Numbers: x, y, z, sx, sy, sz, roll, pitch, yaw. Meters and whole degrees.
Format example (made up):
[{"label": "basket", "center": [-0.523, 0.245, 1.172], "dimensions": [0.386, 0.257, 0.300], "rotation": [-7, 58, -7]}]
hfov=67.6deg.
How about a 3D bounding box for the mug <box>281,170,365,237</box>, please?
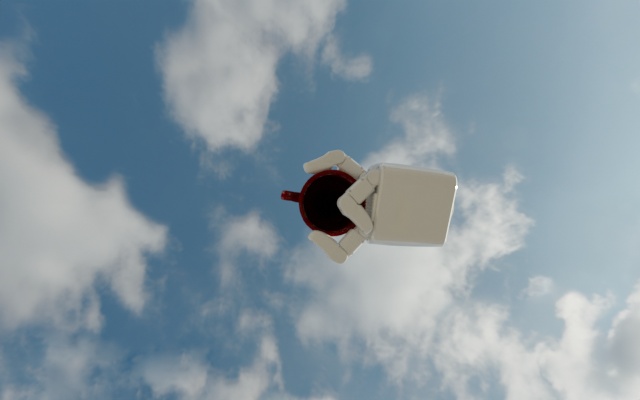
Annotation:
[{"label": "mug", "center": [-0.001, 0.002, 0.698], "dimensions": [0.117, 0.093, 0.081], "rotation": [7, -1, -6]}]
